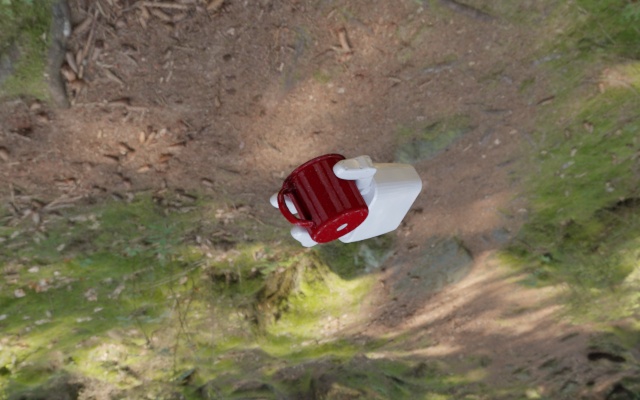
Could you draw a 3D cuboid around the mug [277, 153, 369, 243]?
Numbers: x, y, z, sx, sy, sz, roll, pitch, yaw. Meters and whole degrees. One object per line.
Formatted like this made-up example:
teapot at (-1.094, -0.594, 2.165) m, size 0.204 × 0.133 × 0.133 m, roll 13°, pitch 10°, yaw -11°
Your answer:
mug at (-0.001, 0.002, 0.596) m, size 0.117 × 0.081 × 0.093 m, roll -9°, pitch -28°, yaw -40°
